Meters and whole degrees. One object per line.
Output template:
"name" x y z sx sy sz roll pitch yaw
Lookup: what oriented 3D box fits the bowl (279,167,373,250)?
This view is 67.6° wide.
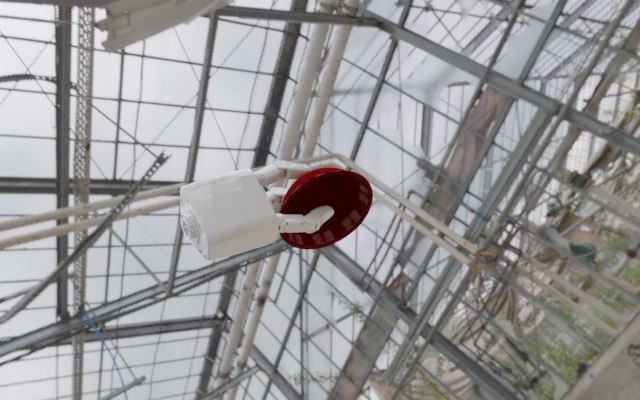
"bowl" 0.001 0.002 0.761 0.162 0.162 0.055 0 39 -29
